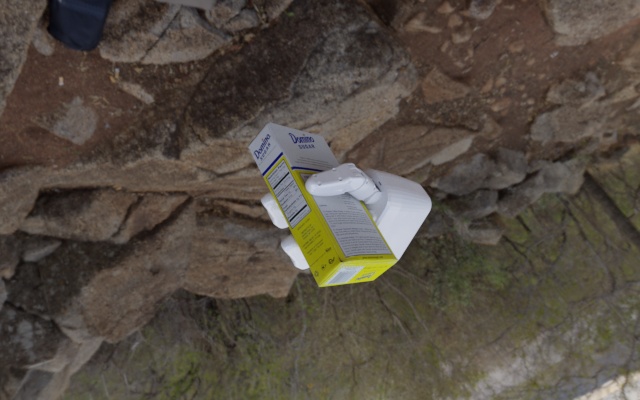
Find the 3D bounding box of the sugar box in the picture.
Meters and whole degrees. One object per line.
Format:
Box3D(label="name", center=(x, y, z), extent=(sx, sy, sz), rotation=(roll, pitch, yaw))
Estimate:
Box3D(label="sugar box", center=(0.000, 0.002, 0.499), extent=(0.093, 0.176, 0.048), rotation=(6, -45, -49))
